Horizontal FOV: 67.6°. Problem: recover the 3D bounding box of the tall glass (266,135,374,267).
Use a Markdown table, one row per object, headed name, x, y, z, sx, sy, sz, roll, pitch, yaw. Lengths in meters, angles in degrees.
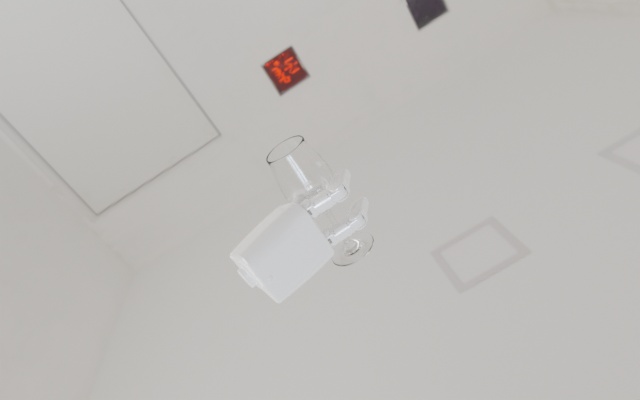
| name | x | y | z | sx | sy | sz | roll | pitch | yaw |
| --- | --- | --- | --- | --- | --- | --- | --- | --- | --- |
| tall glass | 0.001 | 0.003 | 0.705 | 0.079 | 0.201 | 0.079 | -27 | 26 | 14 |
